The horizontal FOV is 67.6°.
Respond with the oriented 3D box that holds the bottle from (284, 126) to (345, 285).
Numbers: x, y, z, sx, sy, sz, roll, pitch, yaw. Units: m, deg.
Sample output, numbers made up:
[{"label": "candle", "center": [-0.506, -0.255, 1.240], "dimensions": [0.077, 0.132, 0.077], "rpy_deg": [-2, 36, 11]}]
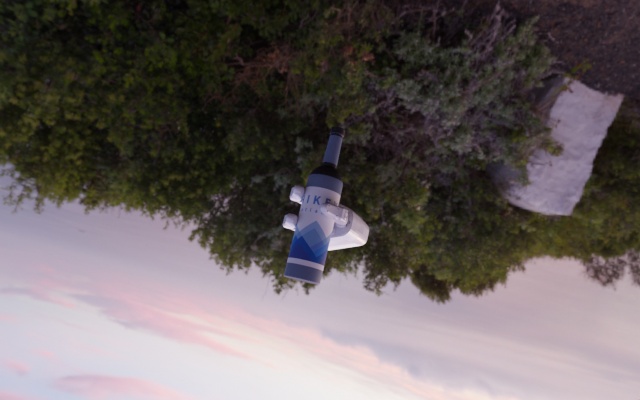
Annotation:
[{"label": "bottle", "center": [0.000, 0.003, 0.882], "dimensions": [0.069, 0.295, 0.069], "rpy_deg": [13, -13, 3]}]
